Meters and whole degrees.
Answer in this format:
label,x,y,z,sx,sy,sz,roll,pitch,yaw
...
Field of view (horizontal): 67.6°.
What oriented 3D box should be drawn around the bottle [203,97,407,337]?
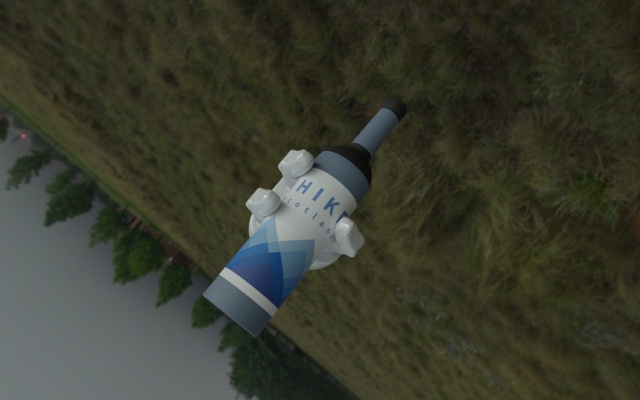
label,x,y,z,sx,sy,sz,roll,pitch,yaw
bottle,0.000,0.002,0.502,0.069,0.295,0.069,35,-17,12
